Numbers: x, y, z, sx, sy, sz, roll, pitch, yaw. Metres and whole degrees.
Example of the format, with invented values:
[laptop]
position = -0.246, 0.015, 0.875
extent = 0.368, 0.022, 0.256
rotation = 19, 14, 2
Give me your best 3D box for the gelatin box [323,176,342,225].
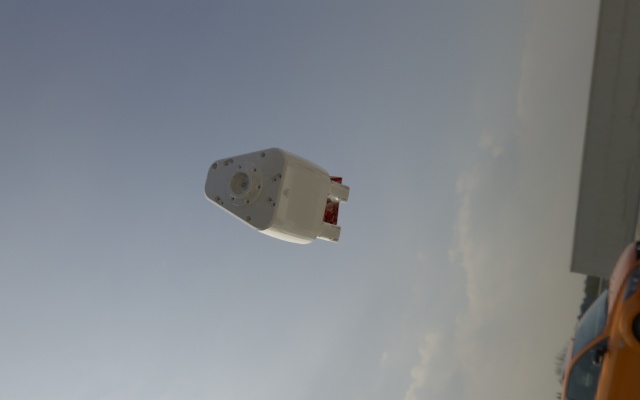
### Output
[gelatin box]
position = 0.000, 0.002, 0.683
extent = 0.030, 0.073, 0.089
rotation = 9, 7, 23
